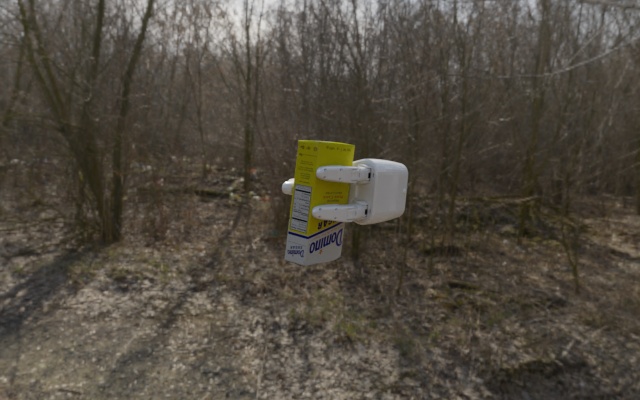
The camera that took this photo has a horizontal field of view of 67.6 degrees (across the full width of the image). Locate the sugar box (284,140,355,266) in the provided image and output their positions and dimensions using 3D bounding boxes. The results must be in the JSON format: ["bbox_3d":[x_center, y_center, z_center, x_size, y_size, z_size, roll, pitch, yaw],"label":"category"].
[{"bbox_3d":[0.001,0.002,0.698,0.048,0.176,0.093,9,8,36],"label":"sugar box"}]
